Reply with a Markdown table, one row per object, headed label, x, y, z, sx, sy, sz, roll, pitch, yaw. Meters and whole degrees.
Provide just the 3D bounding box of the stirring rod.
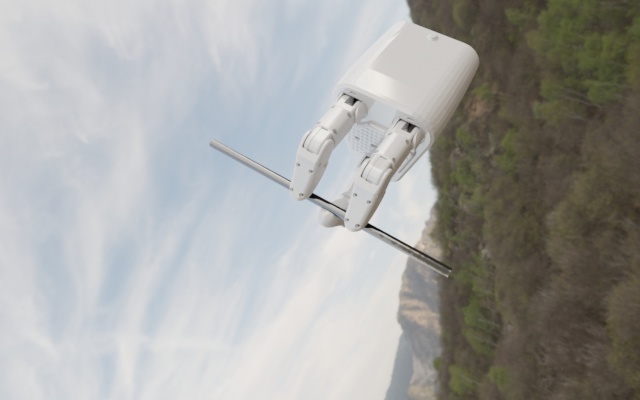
| label | x | y | z | sx | sy | sz | roll | pitch | yaw |
| --- | --- | --- | --- | --- | --- | --- | --- | --- | --- |
| stirring rod | 0.000 | 0.001 | 0.407 | 0.239 | 0.011 | 0.011 | 29 | 9 | 18 |
